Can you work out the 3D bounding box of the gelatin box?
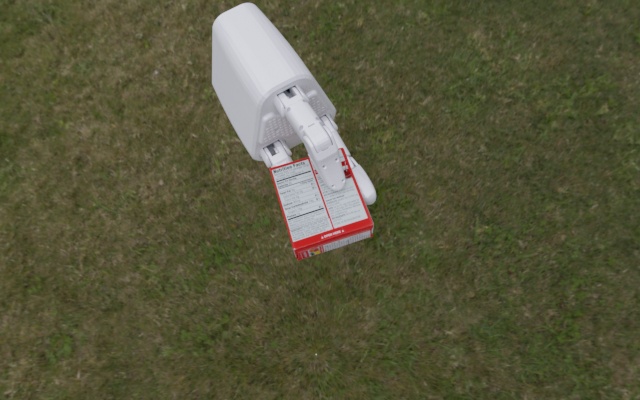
[{"bbox_3d":[0.000,0.002,0.438,0.073,0.089,0.030,-18,-27,-3],"label":"gelatin box"}]
